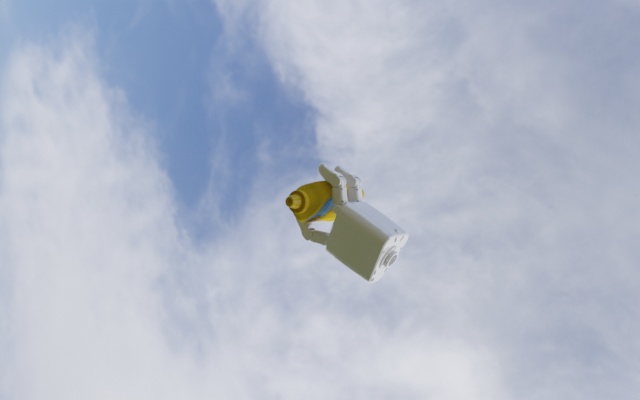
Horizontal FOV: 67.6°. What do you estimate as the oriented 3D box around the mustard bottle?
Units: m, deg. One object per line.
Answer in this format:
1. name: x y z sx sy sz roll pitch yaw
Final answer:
1. mustard bottle: 0.000 0.003 0.897 0.096 0.058 0.191 -41 -22 27
